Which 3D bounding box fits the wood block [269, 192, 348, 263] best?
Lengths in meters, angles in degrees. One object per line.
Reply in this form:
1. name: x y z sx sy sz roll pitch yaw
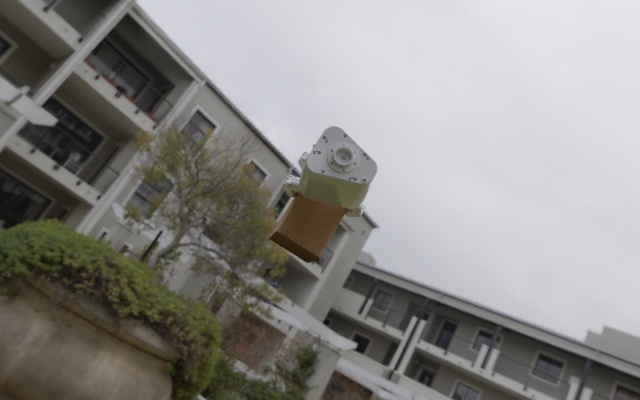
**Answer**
1. wood block: 0.001 0.003 0.890 0.091 0.206 0.090 33 -19 -6
